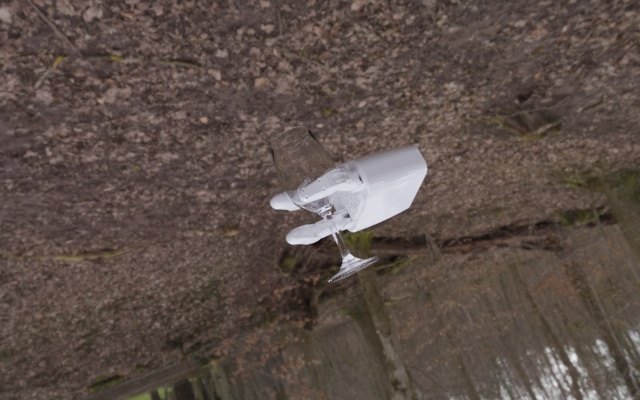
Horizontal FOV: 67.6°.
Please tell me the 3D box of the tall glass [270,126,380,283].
[{"bbox_3d":[0.000,0.003,0.629,0.079,0.201,0.079,-24,-14,-7],"label":"tall glass"}]
